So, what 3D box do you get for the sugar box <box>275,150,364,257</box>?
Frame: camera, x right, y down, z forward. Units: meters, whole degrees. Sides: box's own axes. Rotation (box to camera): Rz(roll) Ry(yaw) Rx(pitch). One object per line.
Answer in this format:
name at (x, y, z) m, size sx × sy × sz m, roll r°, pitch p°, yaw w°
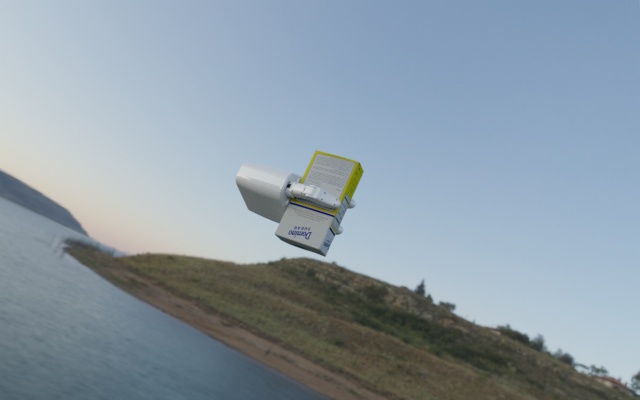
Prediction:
sugar box at (0.000, 0.003, 0.843) m, size 0.093 × 0.176 × 0.048 m, roll 17°, pitch -17°, yaw 26°
